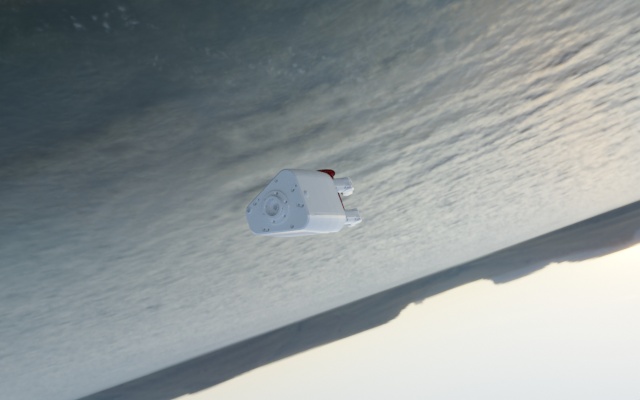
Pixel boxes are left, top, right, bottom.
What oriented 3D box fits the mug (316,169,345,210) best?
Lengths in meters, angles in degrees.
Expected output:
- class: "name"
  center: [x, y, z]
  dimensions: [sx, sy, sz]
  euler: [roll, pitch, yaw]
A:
- class: "mug"
  center: [0.001, 0.003, 0.832]
  dimensions: [0.093, 0.081, 0.117]
  euler: [-26, -15, 27]
